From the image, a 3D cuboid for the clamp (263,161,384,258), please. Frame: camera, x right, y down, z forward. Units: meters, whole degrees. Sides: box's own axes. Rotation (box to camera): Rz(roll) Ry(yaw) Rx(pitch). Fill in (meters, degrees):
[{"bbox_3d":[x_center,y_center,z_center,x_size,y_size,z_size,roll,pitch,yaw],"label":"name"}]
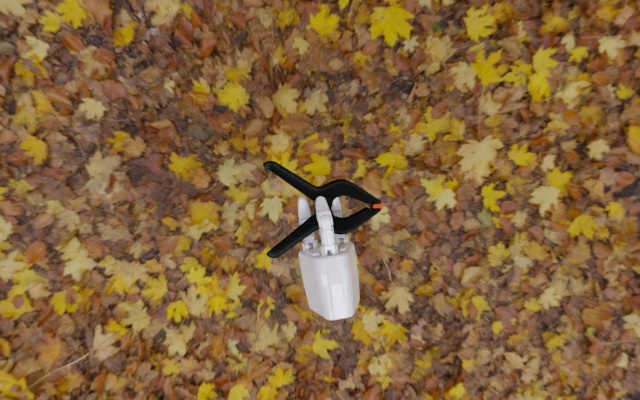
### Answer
[{"bbox_3d":[0.001,0.003,0.813,0.210,0.164,0.036,-9,7,-5],"label":"clamp"}]
